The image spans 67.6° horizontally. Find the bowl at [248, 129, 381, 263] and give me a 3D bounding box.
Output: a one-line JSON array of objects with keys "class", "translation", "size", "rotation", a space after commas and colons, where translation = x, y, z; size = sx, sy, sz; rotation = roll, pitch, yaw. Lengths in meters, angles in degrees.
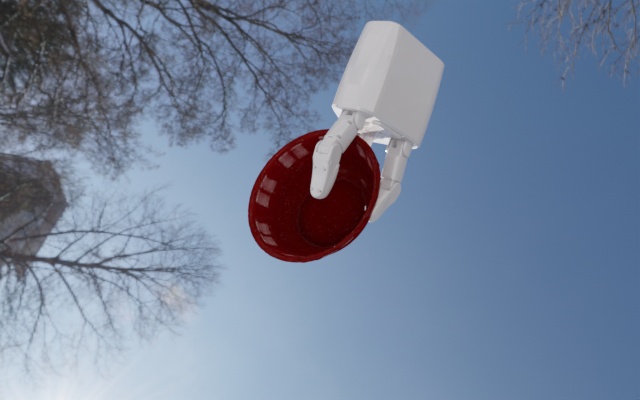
[{"class": "bowl", "translation": [-0.001, 0.003, 0.535], "size": [0.162, 0.162, 0.055], "rotation": [0, -26, 30]}]
